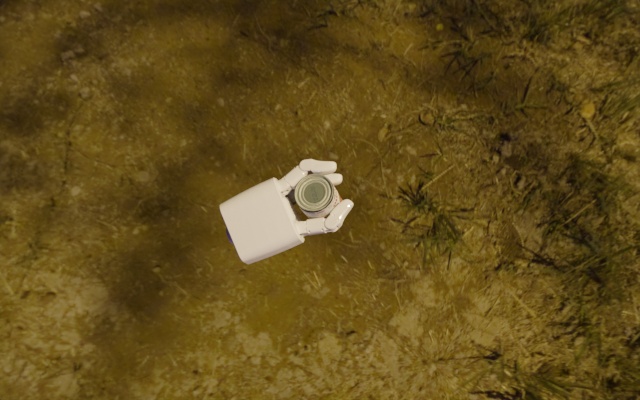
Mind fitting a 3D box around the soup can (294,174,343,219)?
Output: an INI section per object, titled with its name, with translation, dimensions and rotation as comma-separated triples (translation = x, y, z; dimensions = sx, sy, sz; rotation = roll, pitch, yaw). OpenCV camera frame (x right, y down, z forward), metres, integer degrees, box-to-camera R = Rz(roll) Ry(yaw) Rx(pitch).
[soup can]
translation = 0.001, 0.002, 0.808
dimensions = 0.068, 0.068, 0.102
rotation = 0, -19, 14
